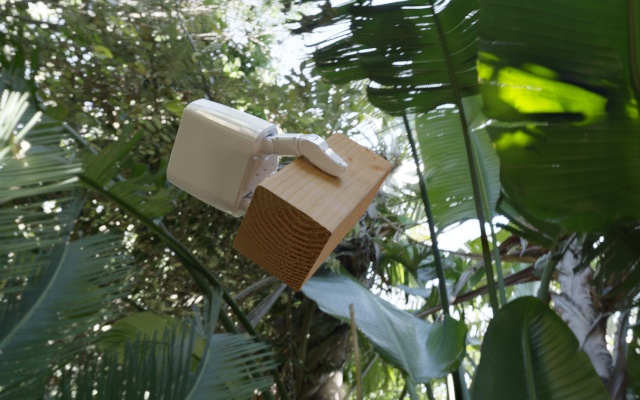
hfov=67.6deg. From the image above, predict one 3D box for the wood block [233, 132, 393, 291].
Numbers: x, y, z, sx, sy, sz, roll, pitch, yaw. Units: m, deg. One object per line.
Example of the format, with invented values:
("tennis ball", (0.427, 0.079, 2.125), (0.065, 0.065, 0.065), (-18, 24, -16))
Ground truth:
("wood block", (0.000, 0.001, 0.566), (0.090, 0.091, 0.206), (33, 33, 9))
